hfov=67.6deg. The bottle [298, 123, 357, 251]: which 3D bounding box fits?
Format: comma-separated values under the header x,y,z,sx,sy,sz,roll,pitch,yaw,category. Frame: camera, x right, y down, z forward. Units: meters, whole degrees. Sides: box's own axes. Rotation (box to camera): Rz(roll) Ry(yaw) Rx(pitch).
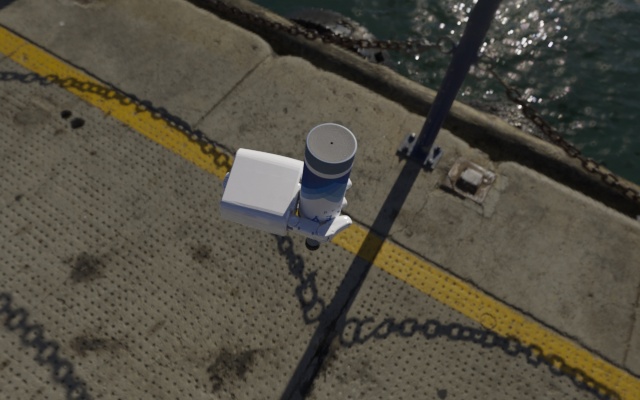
x,y,z,sx,sy,sz,roll,pitch,yaw,category
0.000,0.002,0.738,0.069,0.069,0.296,0,-31,-7,bottle
